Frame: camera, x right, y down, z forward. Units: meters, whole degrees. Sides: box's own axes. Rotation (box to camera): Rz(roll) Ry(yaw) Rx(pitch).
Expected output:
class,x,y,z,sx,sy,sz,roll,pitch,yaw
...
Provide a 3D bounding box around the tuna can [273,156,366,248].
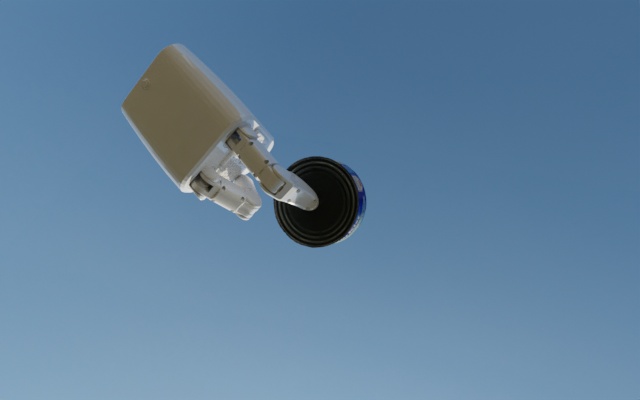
class,x,y,z,sx,sy,sz,roll,pitch,yaw
tuna can,0.000,0.002,0.461,0.086,0.086,0.034,0,0,20
